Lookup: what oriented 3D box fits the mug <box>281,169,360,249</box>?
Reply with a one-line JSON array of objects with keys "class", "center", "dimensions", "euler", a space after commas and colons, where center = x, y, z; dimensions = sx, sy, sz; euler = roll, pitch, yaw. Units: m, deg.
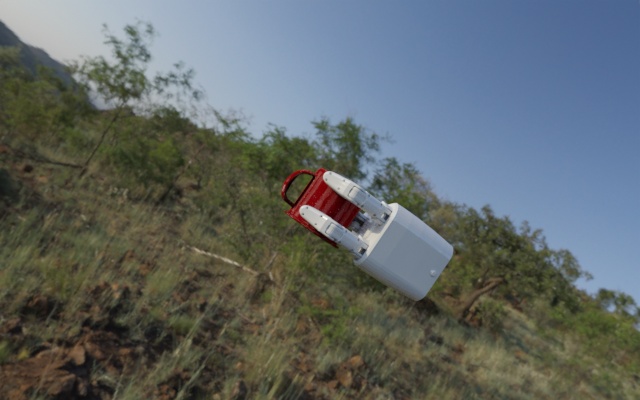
[{"class": "mug", "center": [-0.001, 0.001, 0.671], "dimensions": [0.117, 0.081, 0.093], "euler": [35, -2, -15]}]
